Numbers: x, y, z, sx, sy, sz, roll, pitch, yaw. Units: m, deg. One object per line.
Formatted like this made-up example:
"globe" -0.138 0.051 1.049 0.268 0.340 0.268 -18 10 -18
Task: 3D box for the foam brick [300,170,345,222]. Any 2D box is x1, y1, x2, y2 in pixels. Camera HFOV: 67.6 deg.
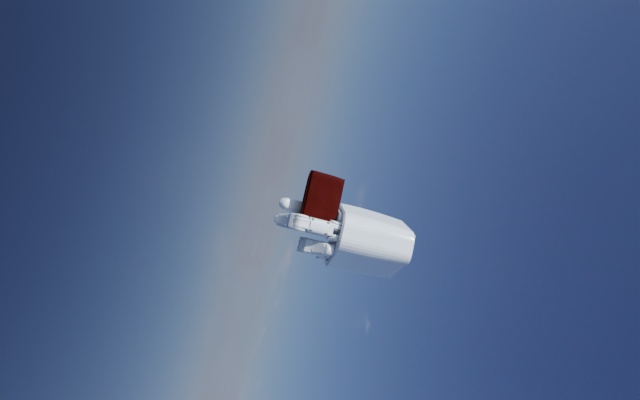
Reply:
"foam brick" 0.000 0.002 0.699 0.051 0.078 0.053 13 -8 -5
